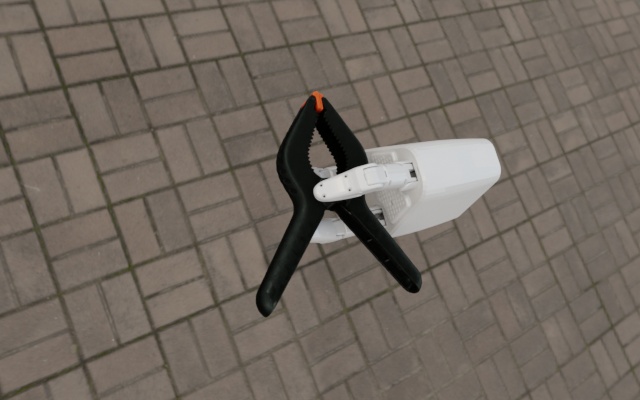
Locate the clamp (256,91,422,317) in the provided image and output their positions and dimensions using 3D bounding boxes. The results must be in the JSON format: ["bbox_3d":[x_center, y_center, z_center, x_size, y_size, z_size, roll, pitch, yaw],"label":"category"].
[{"bbox_3d":[0.000,0.001,0.443,0.164,0.210,0.036,-10,-11,-28],"label":"clamp"}]
